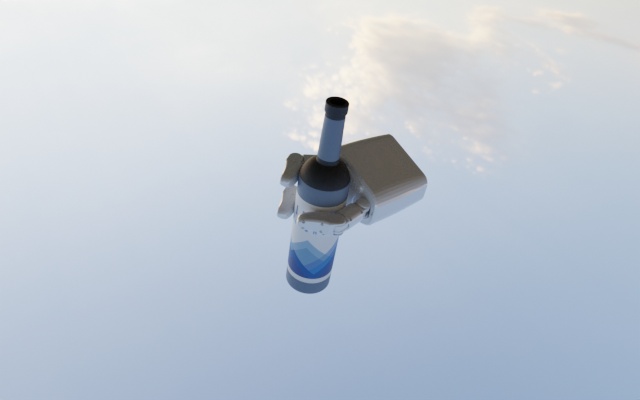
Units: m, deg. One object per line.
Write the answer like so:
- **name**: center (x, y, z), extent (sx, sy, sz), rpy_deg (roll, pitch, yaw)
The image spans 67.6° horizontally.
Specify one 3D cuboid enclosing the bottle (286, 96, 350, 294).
- **bottle**: center (0.000, 0.002, 0.629), extent (0.069, 0.296, 0.069), rpy_deg (6, 39, -5)
